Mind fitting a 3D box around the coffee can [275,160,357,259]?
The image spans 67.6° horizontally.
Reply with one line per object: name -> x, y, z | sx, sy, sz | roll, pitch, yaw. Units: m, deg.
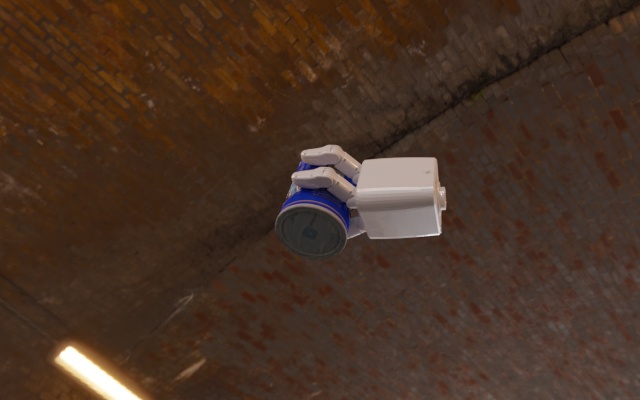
coffee can -> 0.000, 0.002, 0.715 | 0.103, 0.103, 0.140 | 0, 40, 16
